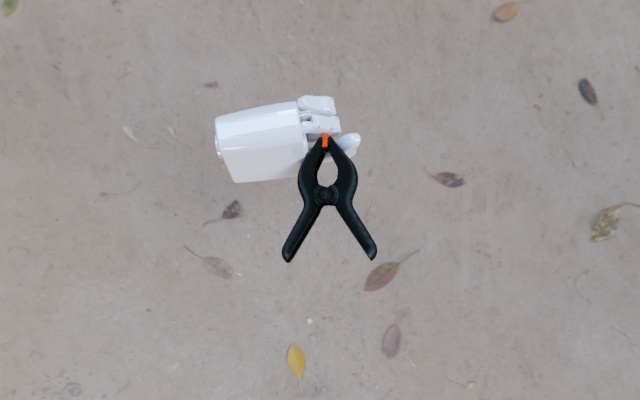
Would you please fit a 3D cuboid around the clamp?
[{"bbox_3d":[0.000,0.002,0.615,0.120,0.171,0.039,-10,-14,1],"label":"clamp"}]
